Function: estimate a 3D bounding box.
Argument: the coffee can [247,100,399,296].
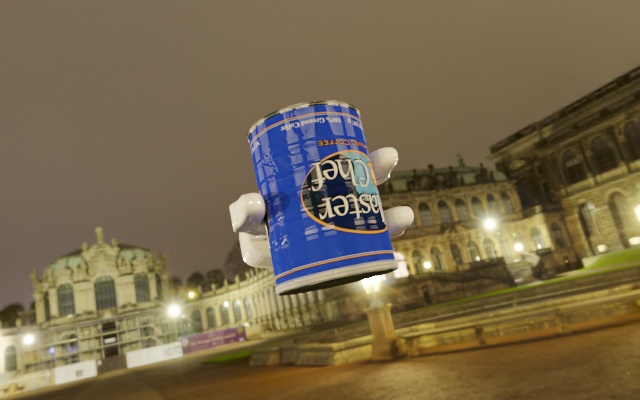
[{"bbox_3d":[0.000,0.001,0.409,0.103,0.140,0.103,-12,-13,-3],"label":"coffee can"}]
